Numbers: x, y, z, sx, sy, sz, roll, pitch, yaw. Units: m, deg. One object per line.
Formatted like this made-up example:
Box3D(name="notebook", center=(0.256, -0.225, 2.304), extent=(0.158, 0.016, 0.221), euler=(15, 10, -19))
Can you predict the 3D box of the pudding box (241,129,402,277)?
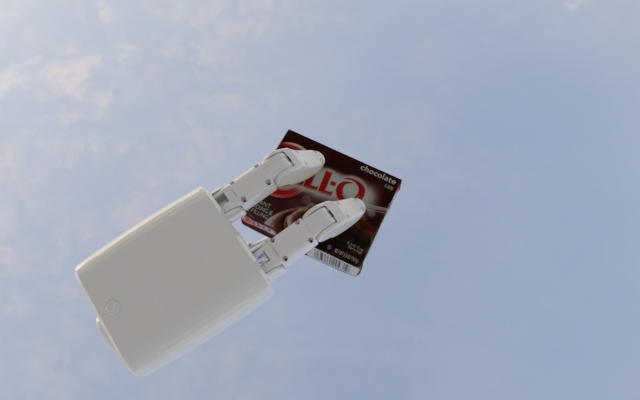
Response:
Box3D(name="pudding box", center=(0.000, 0.001, 0.410), extent=(0.113, 0.090, 0.039), euler=(26, -23, 6))
